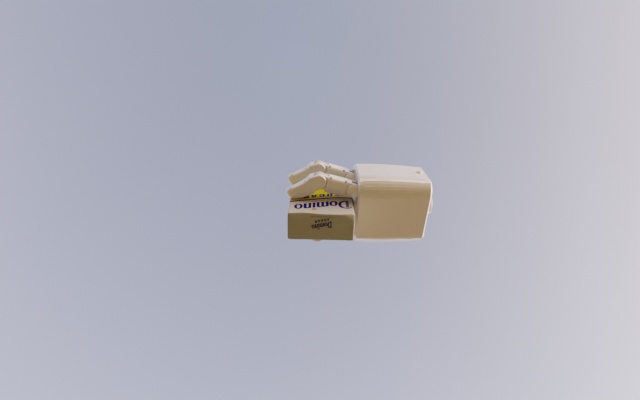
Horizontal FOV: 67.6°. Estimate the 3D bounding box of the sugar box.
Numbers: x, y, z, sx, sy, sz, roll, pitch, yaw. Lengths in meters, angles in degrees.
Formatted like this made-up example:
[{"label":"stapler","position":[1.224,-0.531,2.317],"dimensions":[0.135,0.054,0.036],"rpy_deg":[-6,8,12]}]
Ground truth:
[{"label":"sugar box","position":[0.000,0.002,0.723],"dimensions":[0.093,0.048,0.176],"rpy_deg":[1,20,-2]}]
